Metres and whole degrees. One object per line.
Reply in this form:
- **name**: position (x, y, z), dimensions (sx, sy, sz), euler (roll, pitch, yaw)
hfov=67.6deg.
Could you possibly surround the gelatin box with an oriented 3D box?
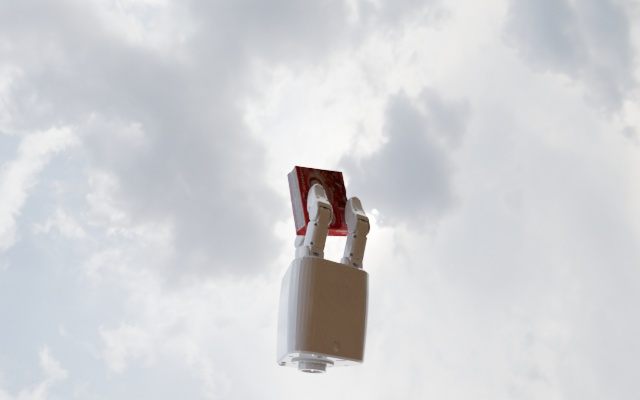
- **gelatin box**: position (0.000, 0.002, 0.616), dimensions (0.073, 0.089, 0.030), euler (5, -29, -31)
